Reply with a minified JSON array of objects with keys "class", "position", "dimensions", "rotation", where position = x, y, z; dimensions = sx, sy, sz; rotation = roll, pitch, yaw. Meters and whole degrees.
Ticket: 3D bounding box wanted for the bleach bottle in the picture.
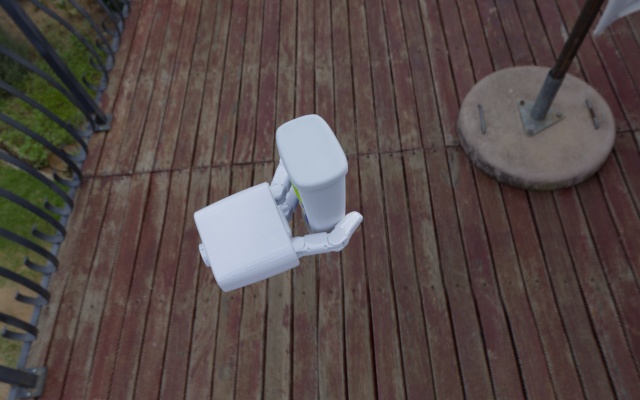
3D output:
[{"class":"bleach bottle","position":[0.000,0.002,0.644],"dimensions":[0.068,0.102,0.251],"rotation":[-21,-31,-5]}]
